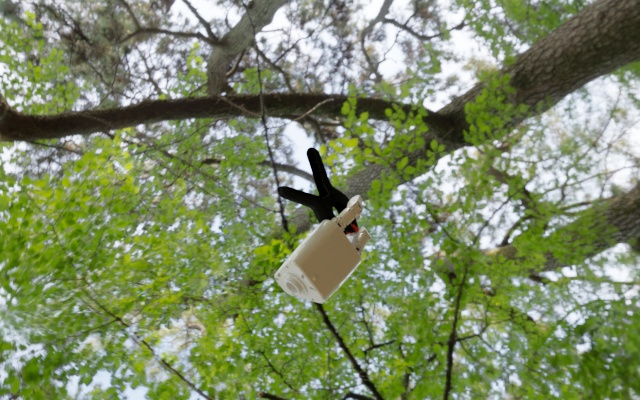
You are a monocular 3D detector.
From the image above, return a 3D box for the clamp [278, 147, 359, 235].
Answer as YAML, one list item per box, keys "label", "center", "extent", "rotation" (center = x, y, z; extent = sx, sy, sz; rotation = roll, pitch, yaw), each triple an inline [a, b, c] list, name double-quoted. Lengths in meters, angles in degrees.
- label: "clamp"
  center: [0.000, 0.003, 0.837]
  extent: [0.120, 0.171, 0.039]
  rotation: [-44, 14, -33]
